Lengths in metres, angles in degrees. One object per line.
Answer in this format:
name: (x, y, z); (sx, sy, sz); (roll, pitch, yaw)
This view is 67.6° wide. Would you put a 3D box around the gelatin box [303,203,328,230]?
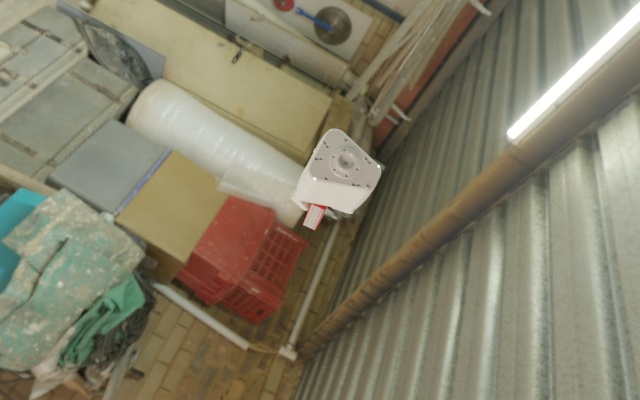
gelatin box: (0.000, 0.003, 0.879); (0.030, 0.073, 0.089); (25, -32, 2)
